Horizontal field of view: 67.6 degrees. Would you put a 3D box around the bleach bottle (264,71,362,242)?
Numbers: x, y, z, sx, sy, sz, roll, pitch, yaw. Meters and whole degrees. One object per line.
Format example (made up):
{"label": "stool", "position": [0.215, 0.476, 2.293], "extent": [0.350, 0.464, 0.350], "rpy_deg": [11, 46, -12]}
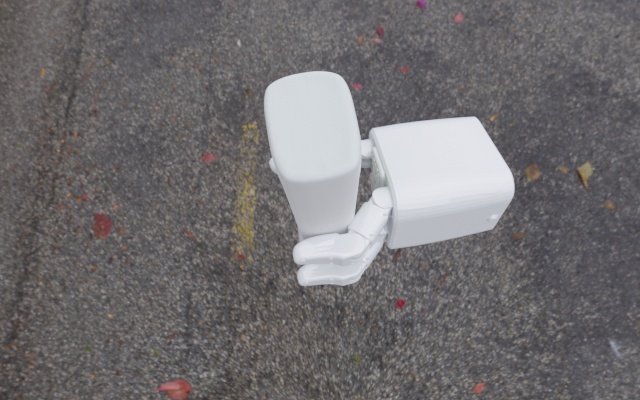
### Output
{"label": "bleach bottle", "position": [0.000, 0.002, 0.457], "extent": [0.068, 0.102, 0.251], "rpy_deg": [-9, -28, -2]}
